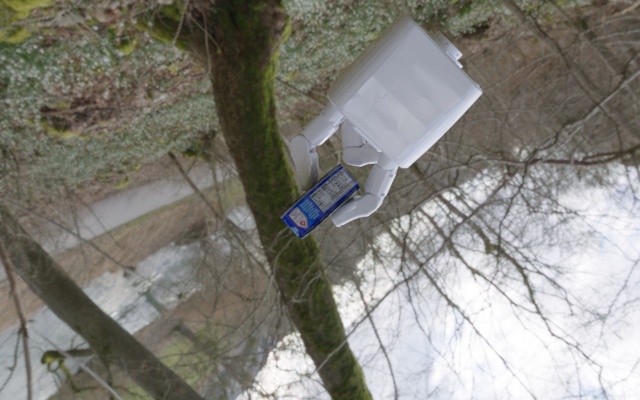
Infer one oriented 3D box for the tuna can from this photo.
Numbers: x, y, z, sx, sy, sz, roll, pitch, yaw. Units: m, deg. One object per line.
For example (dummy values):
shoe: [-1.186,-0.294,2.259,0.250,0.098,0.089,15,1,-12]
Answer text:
tuna can: [0.000,0.002,0.504,0.086,0.034,0.086,-41,-1,-1]
